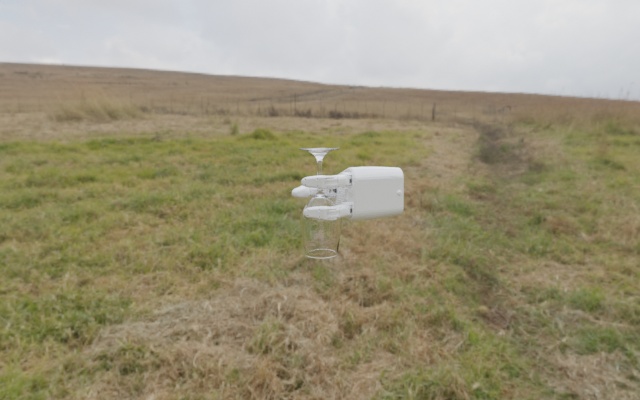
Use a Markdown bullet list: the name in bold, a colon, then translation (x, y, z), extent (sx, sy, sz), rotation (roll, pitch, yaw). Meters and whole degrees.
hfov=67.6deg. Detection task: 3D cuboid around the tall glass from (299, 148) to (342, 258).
- **tall glass**: translation (0.000, 0.002, 0.889), extent (0.079, 0.201, 0.079), rotation (-1, 8, 0)
